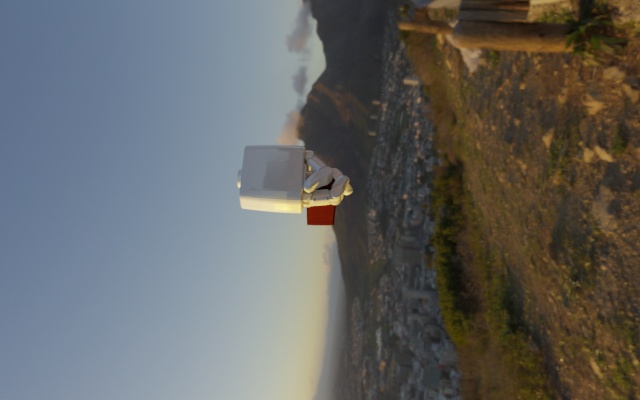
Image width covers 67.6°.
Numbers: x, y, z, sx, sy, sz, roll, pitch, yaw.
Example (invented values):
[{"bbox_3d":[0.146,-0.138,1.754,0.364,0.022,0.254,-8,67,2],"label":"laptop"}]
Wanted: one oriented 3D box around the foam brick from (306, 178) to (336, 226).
[{"bbox_3d":[0.000,0.003,0.871,0.051,0.053,0.078,-1,-39,-4],"label":"foam brick"}]
